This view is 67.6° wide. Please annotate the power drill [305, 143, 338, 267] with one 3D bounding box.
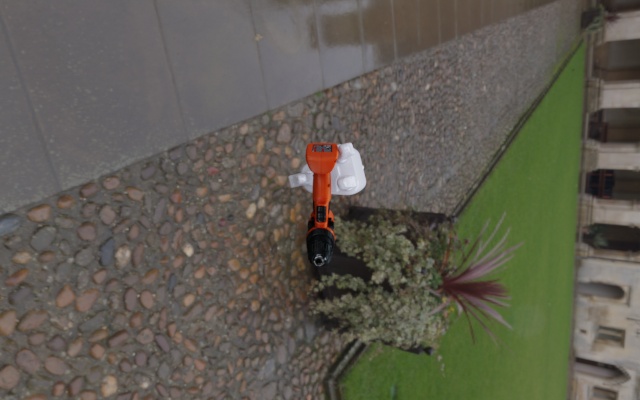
[{"bbox_3d":[0.000,0.002,0.845,0.057,0.188,0.184,2,23,-1],"label":"power drill"}]
